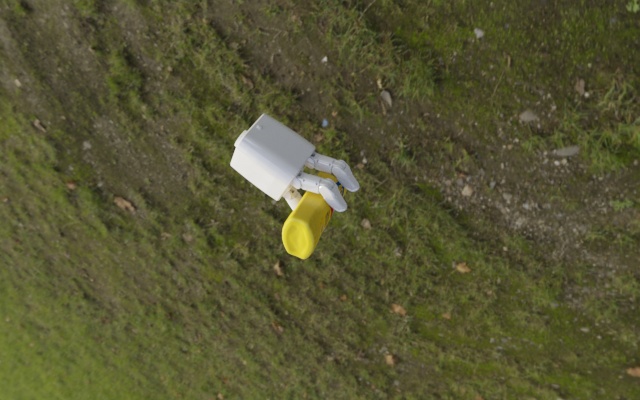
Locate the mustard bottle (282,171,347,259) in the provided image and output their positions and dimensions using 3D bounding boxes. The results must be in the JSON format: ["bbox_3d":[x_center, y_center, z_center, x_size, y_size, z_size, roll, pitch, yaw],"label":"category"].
[{"bbox_3d":[0.000,0.003,0.818,0.058,0.096,0.191,19,47,14],"label":"mustard bottle"}]
